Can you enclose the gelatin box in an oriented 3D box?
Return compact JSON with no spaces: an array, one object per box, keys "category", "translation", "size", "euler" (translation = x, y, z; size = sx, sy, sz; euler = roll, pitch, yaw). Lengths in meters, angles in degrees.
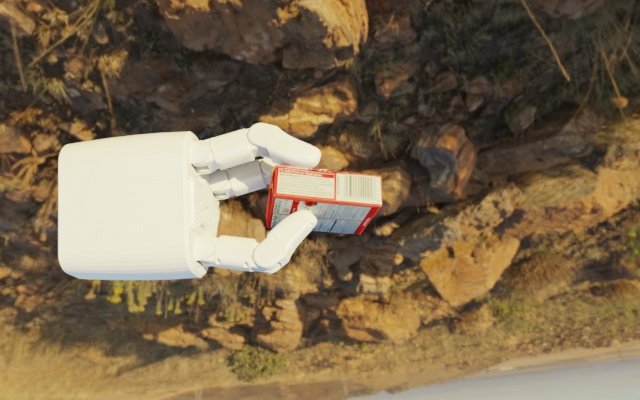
[{"category":"gelatin box","translation":[0.000,0.002,0.403],"size":[0.089,0.030,0.073],"euler":[5,-23,-7]}]
